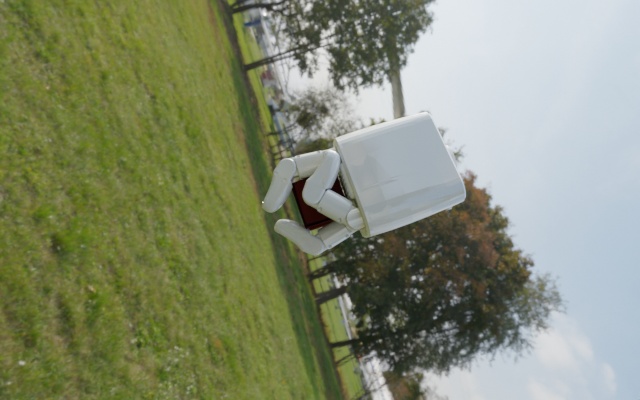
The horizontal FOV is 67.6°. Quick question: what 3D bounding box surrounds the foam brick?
[{"bbox_3d":[0.000,0.002,0.543,0.051,0.053,0.078,-19,-5,-2],"label":"foam brick"}]
